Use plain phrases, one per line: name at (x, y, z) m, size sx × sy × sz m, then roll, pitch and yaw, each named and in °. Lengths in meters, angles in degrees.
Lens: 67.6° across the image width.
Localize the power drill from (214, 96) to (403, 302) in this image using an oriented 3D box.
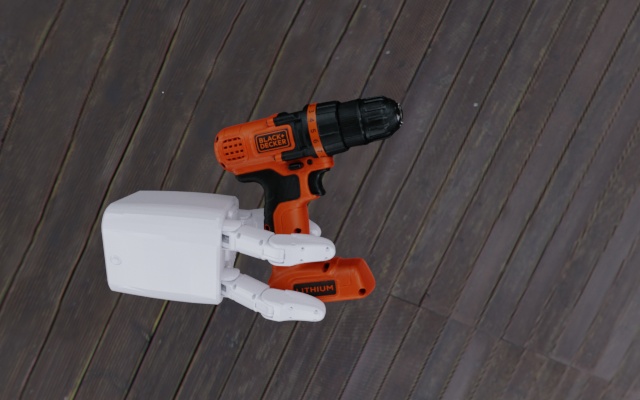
power drill at (0.000, 0.002, 0.464) m, size 0.184 × 0.187 × 0.057 m, roll -9°, pitch 6°, yaw 17°
